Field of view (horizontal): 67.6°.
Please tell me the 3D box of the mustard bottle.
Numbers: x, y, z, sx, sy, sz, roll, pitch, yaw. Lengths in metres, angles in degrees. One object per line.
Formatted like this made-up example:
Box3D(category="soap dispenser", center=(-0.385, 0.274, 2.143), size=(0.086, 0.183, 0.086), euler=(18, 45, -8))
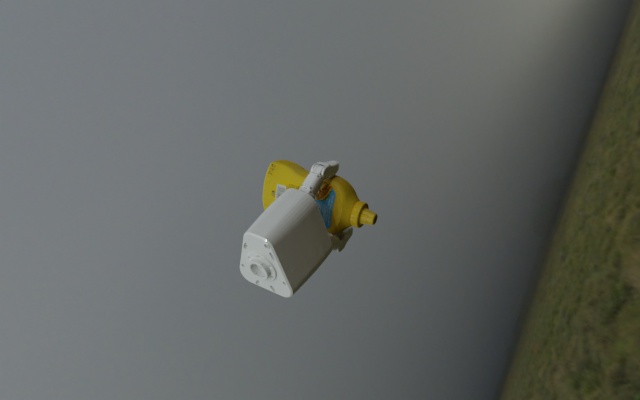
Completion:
Box3D(category="mustard bottle", center=(0.000, 0.002, 0.759), size=(0.191, 0.096, 0.058), euler=(18, 19, 26))
